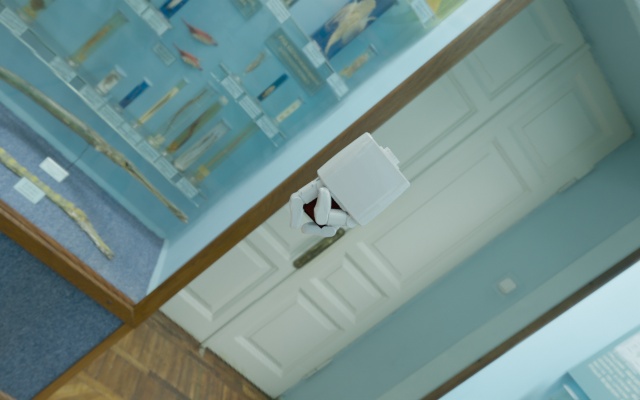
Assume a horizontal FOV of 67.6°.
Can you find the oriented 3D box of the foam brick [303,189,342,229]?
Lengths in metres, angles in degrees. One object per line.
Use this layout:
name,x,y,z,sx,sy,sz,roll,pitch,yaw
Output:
foam brick,0.000,0.003,0.831,0.051,0.053,0.078,-40,21,9
